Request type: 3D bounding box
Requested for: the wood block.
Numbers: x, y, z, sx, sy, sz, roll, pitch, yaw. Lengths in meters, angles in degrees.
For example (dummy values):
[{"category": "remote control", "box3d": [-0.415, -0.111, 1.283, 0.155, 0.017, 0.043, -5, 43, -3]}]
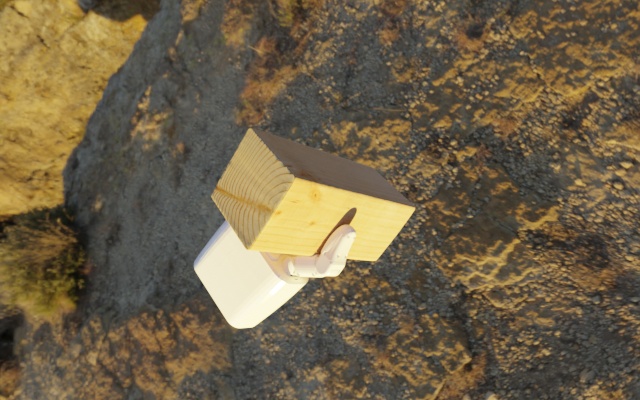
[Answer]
[{"category": "wood block", "box3d": [0.000, 0.002, 0.532, 0.206, 0.090, 0.090, 12, 29, -48]}]
